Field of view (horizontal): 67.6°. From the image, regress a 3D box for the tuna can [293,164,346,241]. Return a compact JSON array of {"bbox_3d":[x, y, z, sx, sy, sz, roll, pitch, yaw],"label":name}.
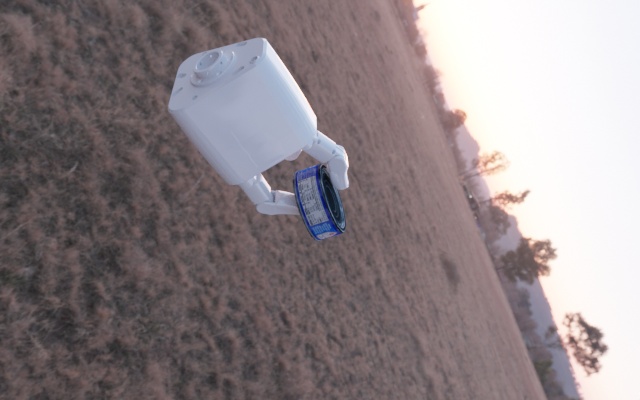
[{"bbox_3d":[0.001,0.002,0.553,0.034,0.086,0.086,-18,-4,13],"label":"tuna can"}]
